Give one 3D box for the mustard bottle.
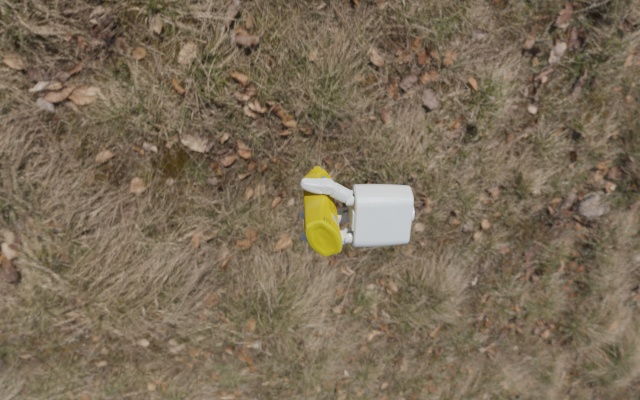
[{"bbox_3d":[0.000,0.003,0.884,0.058,0.191,0.096,-20,-48,13],"label":"mustard bottle"}]
